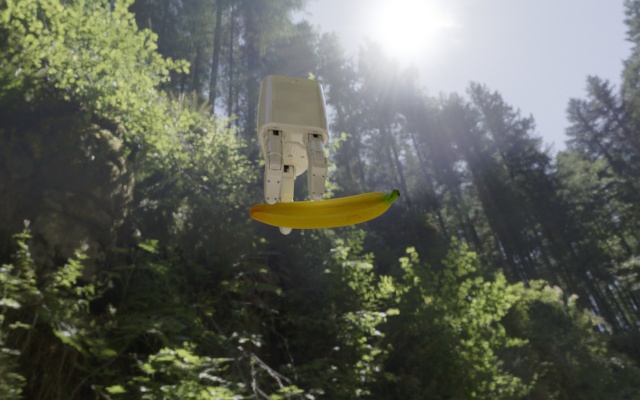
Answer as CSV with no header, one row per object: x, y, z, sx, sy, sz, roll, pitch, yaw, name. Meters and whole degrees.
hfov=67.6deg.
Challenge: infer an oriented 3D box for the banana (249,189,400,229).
0.008,0.011,0.638,0.198,0.037,0.070,-9,-32,10,banana
